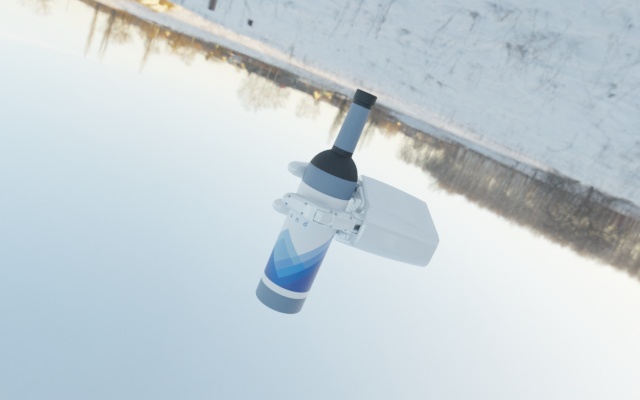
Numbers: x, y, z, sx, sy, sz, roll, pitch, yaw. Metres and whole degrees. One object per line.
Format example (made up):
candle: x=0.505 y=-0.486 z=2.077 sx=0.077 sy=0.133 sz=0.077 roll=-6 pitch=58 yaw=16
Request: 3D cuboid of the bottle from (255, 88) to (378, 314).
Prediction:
bottle: x=0.000 y=0.002 z=0.607 sx=0.069 sy=0.296 sz=0.069 roll=22 pitch=13 yaw=-5
